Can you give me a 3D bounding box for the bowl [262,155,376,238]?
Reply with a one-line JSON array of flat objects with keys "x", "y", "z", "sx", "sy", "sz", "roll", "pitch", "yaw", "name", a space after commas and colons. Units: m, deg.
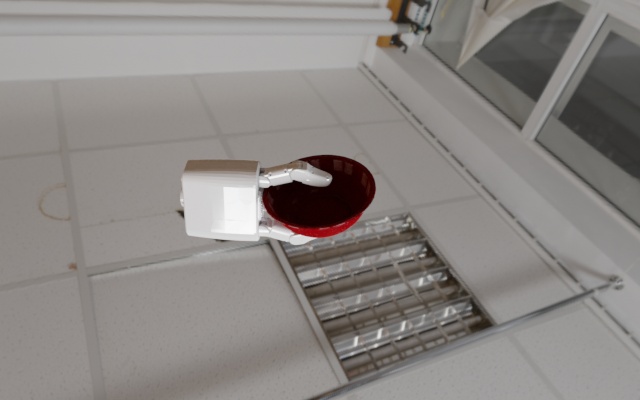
[{"x": 0.001, "y": 0.003, "z": 0.690, "sx": 0.162, "sy": 0.055, "sz": 0.162, "roll": -5, "pitch": 41, "yaw": 4, "name": "bowl"}]
